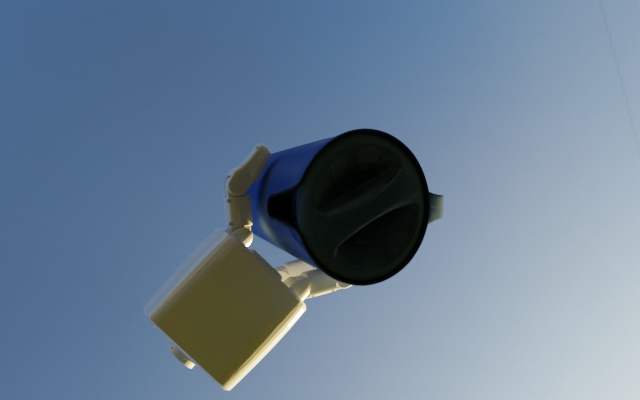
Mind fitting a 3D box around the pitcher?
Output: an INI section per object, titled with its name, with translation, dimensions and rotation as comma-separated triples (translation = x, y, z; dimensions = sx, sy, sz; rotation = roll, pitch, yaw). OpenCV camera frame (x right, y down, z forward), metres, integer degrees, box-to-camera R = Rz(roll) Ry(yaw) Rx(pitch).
[pitcher]
translation = 0.000, 0.002, 0.510
dimensions = 0.149, 0.145, 0.243
rotation = 47, -17, -20
